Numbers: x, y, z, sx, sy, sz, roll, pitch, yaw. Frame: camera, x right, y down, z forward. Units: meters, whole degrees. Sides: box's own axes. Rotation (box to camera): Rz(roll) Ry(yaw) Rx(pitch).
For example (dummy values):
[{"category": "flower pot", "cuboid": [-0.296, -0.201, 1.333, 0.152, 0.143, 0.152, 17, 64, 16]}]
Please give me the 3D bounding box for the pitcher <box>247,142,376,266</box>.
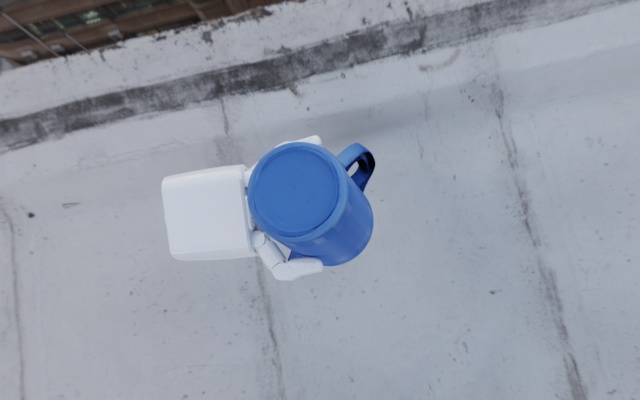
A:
[{"category": "pitcher", "cuboid": [0.000, 0.002, 0.600, 0.145, 0.149, 0.243, -7, -11, 8]}]
